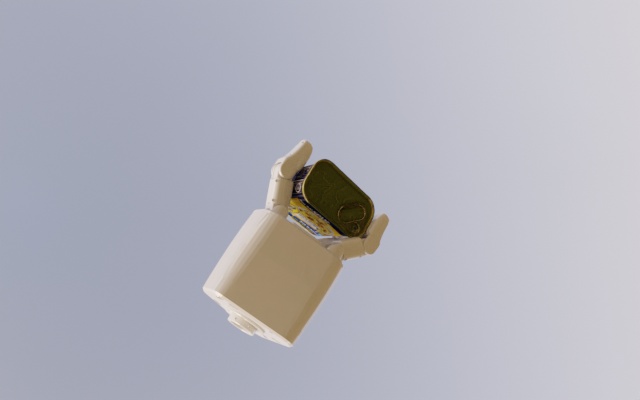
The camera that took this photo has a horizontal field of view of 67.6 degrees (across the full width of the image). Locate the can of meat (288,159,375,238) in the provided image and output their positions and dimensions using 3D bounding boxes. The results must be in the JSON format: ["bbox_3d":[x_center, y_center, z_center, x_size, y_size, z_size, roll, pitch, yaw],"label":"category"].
[{"bbox_3d":[0.000,0.002,0.577,0.102,0.057,0.084,41,-25,-25],"label":"can of meat"}]
